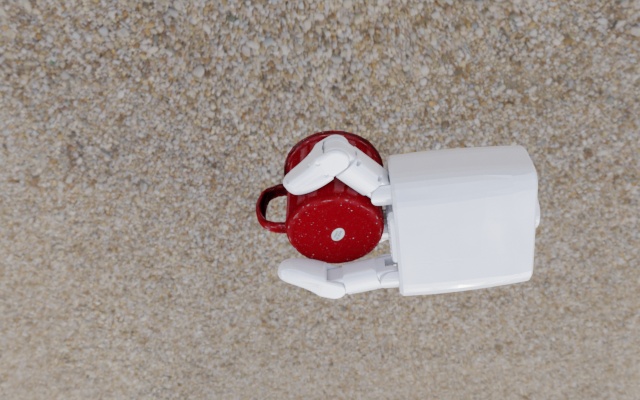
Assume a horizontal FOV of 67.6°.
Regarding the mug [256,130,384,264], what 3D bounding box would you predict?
[{"bbox_3d":[-0.001,0.002,0.418,0.117,0.093,0.081,-6,43,6],"label":"mug"}]
